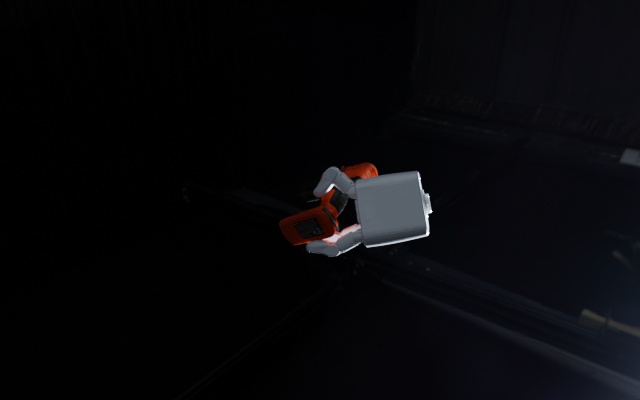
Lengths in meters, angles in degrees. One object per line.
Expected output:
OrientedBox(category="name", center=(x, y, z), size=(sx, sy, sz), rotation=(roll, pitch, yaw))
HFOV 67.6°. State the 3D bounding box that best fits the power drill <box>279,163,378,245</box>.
OrientedBox(category="power drill", center=(0.000, 0.003, 0.889), size=(0.184, 0.057, 0.187), rotation=(-18, 24, 37))
